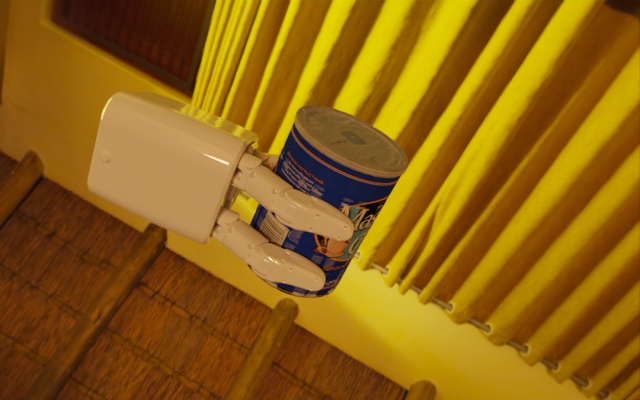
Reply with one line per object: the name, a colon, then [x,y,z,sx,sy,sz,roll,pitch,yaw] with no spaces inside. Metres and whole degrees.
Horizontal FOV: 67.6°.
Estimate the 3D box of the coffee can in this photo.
coffee can: [0.000,0.001,0.428,0.103,0.140,0.102,21,28,-12]
